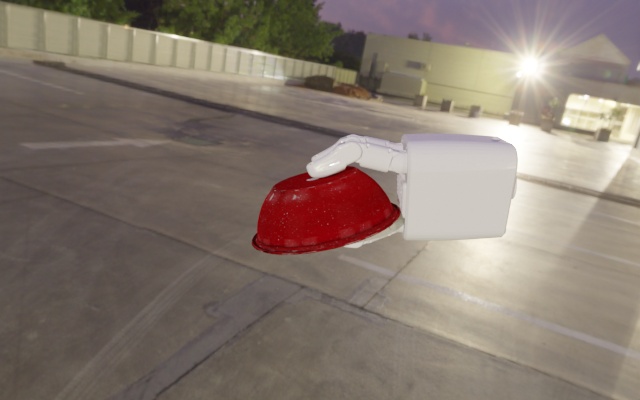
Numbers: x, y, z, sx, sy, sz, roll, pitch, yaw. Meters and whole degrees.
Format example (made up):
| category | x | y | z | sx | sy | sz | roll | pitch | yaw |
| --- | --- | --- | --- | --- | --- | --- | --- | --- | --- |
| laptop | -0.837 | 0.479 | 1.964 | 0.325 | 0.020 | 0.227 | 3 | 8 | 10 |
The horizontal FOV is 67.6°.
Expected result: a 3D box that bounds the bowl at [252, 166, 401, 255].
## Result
| category | x | y | z | sx | sy | sz | roll | pitch | yaw |
| --- | --- | --- | --- | --- | --- | --- | --- | --- | --- |
| bowl | -0.001 | 0.002 | 0.504 | 0.162 | 0.055 | 0.162 | -12 | 13 | 3 |
